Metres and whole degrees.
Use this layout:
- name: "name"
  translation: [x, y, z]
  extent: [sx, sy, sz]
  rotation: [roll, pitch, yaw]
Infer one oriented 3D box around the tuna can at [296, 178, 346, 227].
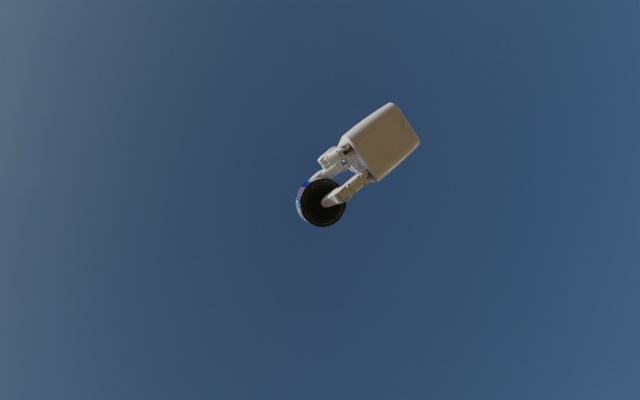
- name: "tuna can"
  translation: [0.000, 0.003, 0.844]
  extent: [0.086, 0.086, 0.034]
  rotation: [0, 5, -20]
